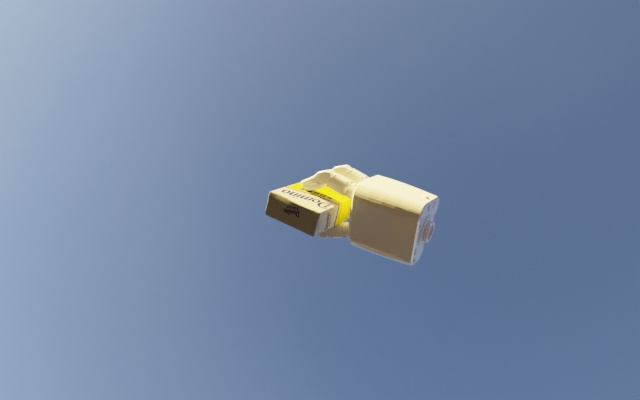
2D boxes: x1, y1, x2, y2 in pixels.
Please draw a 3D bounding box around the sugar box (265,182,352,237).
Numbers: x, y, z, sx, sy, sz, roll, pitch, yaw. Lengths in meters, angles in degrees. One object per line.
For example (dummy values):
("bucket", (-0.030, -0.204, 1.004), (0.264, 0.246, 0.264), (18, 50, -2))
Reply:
("sugar box", (0.000, 0.002, 0.777), (0.093, 0.048, 0.176), (23, 20, 24))
